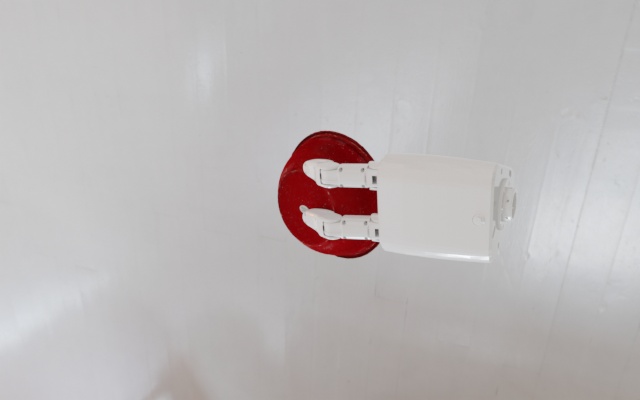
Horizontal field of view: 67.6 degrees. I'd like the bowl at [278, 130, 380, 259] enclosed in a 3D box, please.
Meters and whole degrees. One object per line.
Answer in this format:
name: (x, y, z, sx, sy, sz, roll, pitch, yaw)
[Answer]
bowl: (-0.001, 0.002, 0.565, 0.162, 0.162, 0.055, 0, 16, 44)
